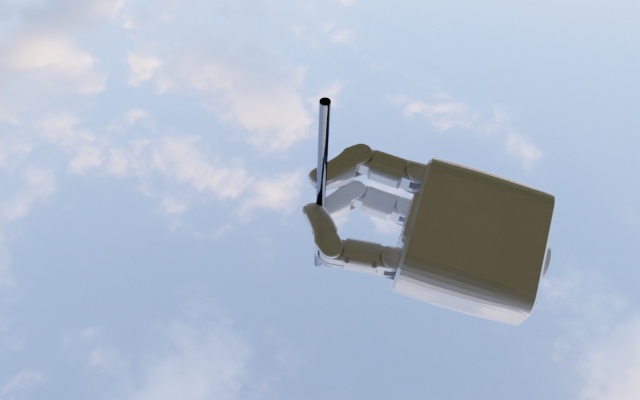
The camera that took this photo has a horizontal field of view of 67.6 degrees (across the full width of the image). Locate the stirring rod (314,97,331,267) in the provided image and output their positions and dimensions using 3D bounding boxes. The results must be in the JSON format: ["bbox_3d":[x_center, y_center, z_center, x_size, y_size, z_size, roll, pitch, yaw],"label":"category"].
[{"bbox_3d":[0.000,0.001,0.414,0.011,0.011,0.240,0,-33,-2],"label":"stirring rod"}]
